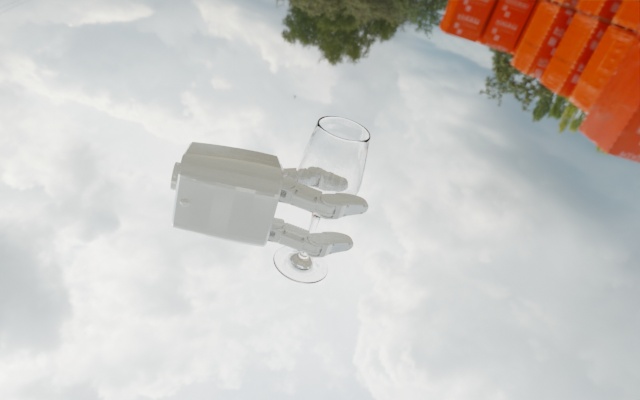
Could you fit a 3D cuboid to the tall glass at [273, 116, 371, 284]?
[{"bbox_3d":[0.000,0.002,0.577,0.079,0.201,0.079,13,31,-8],"label":"tall glass"}]
